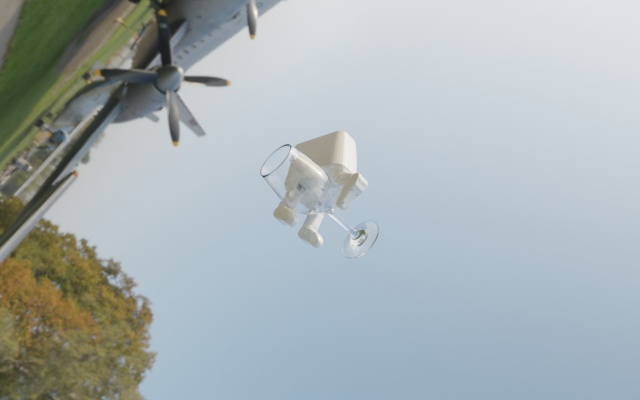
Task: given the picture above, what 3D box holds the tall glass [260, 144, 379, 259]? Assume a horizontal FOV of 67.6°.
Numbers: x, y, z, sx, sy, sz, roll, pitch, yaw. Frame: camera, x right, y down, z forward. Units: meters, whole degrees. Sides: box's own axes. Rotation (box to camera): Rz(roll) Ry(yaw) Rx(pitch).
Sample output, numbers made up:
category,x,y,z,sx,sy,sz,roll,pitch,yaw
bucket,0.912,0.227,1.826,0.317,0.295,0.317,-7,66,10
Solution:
category,x,y,z,sx,sy,sz,roll,pitch,yaw
tall glass,0.001,0.003,0.730,0.201,0.079,0.079,43,-23,-27
